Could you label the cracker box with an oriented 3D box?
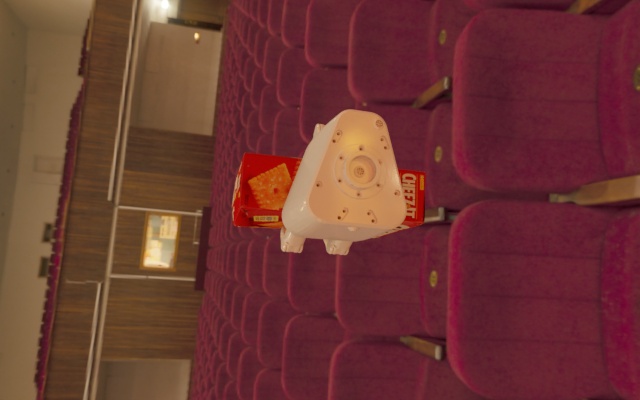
[{"bbox_3d":[0.000,0.002,0.604,0.214,0.072,0.164,6,-11,-13],"label":"cracker box"}]
